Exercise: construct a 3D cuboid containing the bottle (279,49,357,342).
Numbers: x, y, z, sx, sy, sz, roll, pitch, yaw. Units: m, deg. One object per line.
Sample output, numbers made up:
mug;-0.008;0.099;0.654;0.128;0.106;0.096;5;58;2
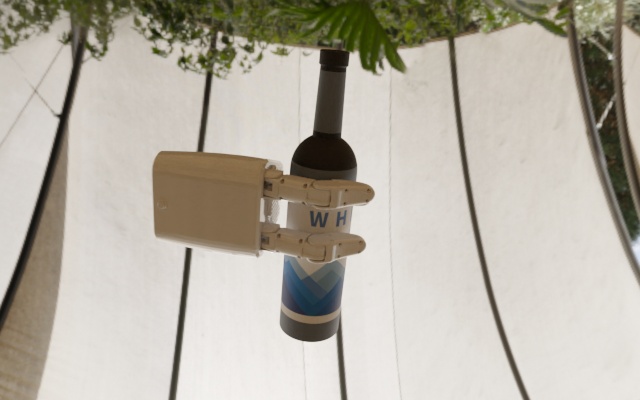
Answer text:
bottle;0.000;0.002;0.483;0.069;0.296;0.069;5;21;-2
